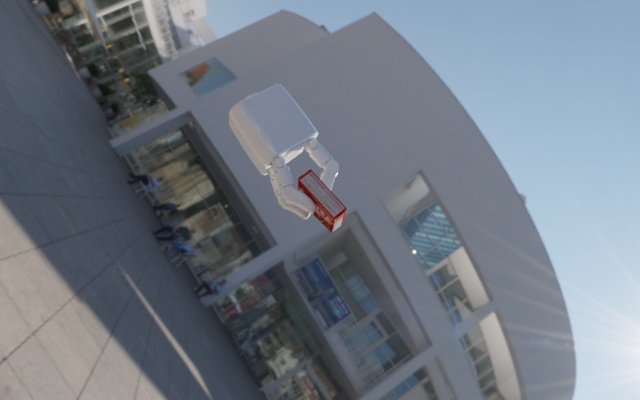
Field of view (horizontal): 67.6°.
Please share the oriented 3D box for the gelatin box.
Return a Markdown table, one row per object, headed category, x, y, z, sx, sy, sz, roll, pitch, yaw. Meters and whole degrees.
| category | x | y | z | sx | sy | sz | roll | pitch | yaw |
| --- | --- | --- | --- | --- | --- | --- | --- | --- | --- |
| gelatin box | 0.001 | 0.002 | 0.766 | 0.030 | 0.089 | 0.073 | -39 | -14 | -16 |
